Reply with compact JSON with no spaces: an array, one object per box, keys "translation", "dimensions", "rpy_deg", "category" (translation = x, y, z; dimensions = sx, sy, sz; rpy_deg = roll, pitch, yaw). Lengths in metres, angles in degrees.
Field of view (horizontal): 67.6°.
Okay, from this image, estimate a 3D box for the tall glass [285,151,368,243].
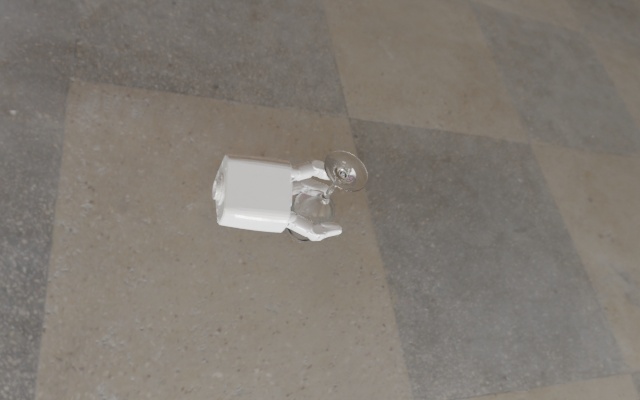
[{"translation":[0.001,0.002,0.809],"dimensions":[0.079,0.079,0.201],"rpy_deg":[0,-29,-27],"category":"tall glass"}]
